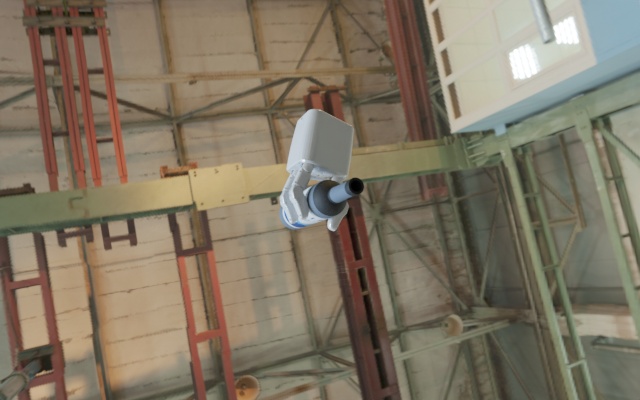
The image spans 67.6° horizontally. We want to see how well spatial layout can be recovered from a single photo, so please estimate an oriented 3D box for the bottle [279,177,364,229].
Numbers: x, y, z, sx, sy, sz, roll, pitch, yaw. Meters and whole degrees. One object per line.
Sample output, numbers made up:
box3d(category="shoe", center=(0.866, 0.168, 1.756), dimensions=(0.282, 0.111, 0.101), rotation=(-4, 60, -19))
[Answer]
box3d(category="bottle", center=(0.000, 0.003, 0.874), dimensions=(0.069, 0.069, 0.296), rotation=(0, -10, -23))
